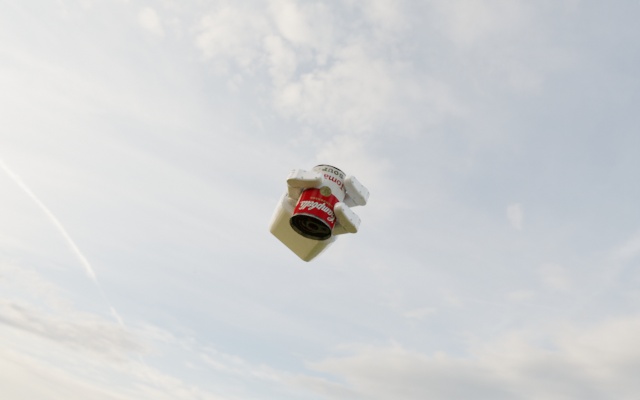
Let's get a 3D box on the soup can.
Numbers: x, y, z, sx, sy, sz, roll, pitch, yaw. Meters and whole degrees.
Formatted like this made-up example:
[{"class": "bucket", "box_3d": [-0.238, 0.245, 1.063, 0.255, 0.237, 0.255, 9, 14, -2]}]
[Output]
[{"class": "soup can", "box_3d": [0.000, 0.002, 0.747, 0.068, 0.102, 0.069, 15, -34, 10]}]
